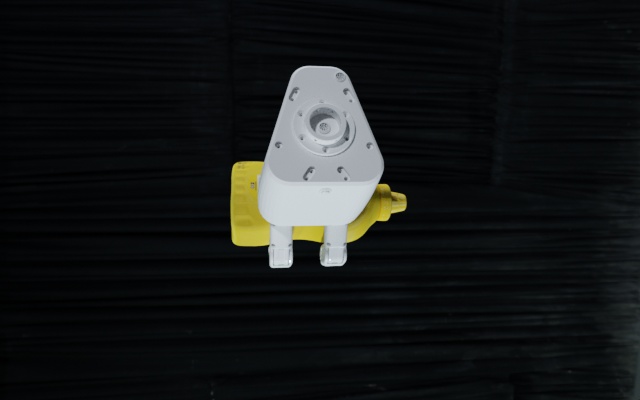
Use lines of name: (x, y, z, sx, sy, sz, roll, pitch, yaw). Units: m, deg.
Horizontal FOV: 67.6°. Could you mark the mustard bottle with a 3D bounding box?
mustard bottle: (0.000, 0.002, 0.523, 0.191, 0.096, 0.058, 0, -41, -8)
